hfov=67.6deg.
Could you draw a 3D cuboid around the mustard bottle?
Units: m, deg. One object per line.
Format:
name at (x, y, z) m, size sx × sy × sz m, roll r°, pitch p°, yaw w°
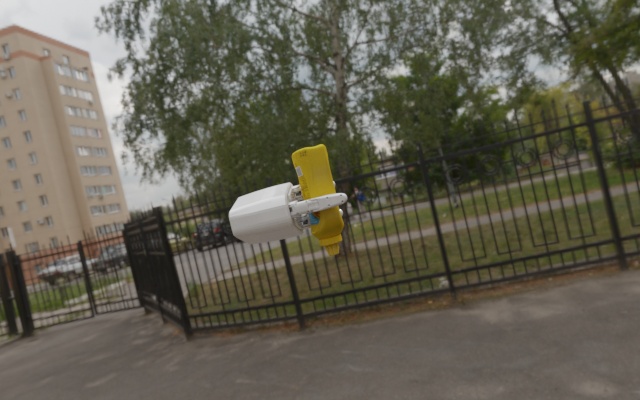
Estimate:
mustard bottle at (0.000, 0.002, 0.839) m, size 0.058 × 0.191 × 0.096 m, roll -14°, pitch 1°, yaw -18°
